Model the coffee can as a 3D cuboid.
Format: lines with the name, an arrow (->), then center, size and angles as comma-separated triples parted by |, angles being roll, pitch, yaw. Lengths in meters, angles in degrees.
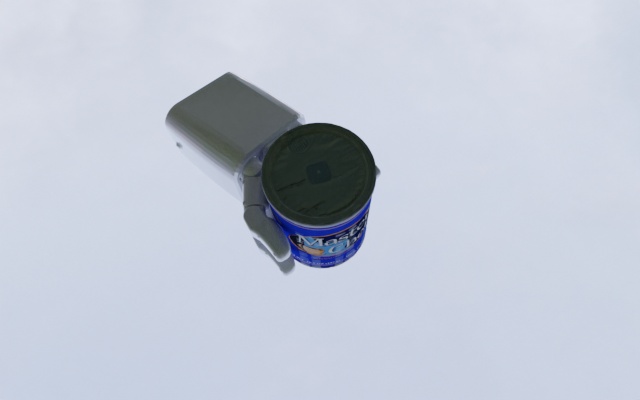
coffee can -> 0.000, 0.002, 0.485 | 0.103, 0.102, 0.140 | 0, -23, 2
